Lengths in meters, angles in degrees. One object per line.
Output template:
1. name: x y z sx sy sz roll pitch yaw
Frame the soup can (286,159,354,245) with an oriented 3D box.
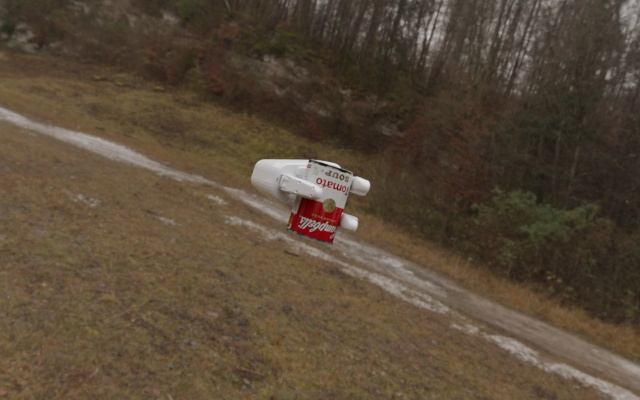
1. soup can: 0.000 0.002 0.653 0.068 0.102 0.068 18 1 0
